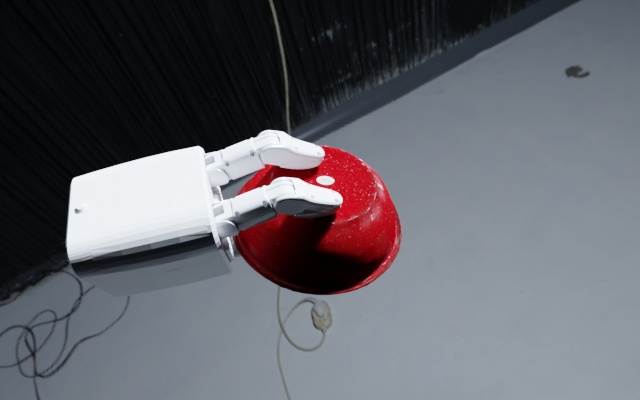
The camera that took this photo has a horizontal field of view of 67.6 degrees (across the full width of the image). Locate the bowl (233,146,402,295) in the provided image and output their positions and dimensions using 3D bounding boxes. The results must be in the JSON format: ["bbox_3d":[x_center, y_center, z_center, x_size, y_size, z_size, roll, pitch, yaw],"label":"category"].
[{"bbox_3d":[0.001,0.001,0.430,0.162,0.162,0.055,0,-41,-10],"label":"bowl"}]
